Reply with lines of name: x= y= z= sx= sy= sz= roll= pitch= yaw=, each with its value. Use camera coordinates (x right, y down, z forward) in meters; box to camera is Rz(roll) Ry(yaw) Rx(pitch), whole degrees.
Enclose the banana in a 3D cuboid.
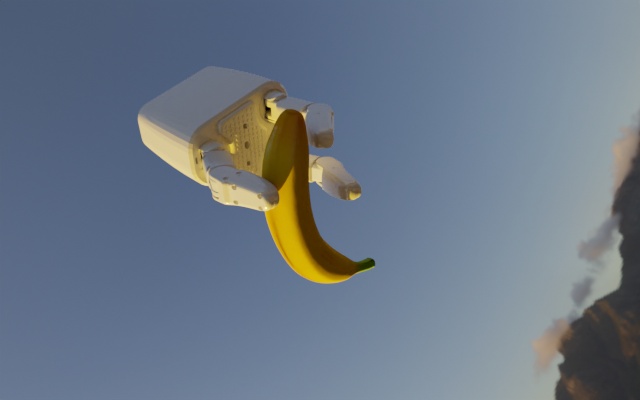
banana: x=-0.011 y=0.016 z=0.401 sx=0.037 sy=0.069 sz=0.198 roll=29 pitch=-24 yaw=42
